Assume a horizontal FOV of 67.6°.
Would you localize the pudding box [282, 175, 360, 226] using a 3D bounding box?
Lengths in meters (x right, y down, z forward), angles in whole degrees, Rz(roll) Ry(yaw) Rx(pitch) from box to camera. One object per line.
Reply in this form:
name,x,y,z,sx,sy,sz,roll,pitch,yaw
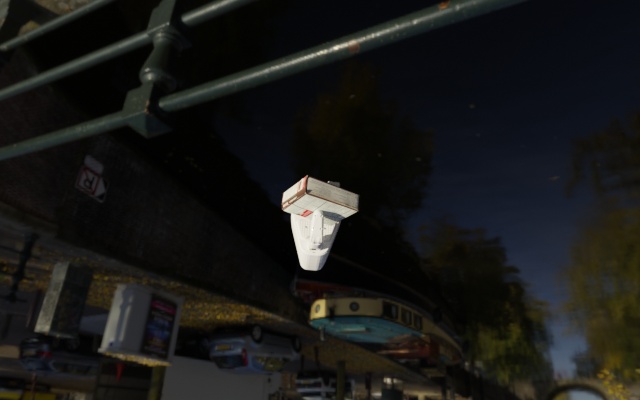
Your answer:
pudding box,0.000,0.003,0.853,0.113,0.039,0.090,17,-29,-27
